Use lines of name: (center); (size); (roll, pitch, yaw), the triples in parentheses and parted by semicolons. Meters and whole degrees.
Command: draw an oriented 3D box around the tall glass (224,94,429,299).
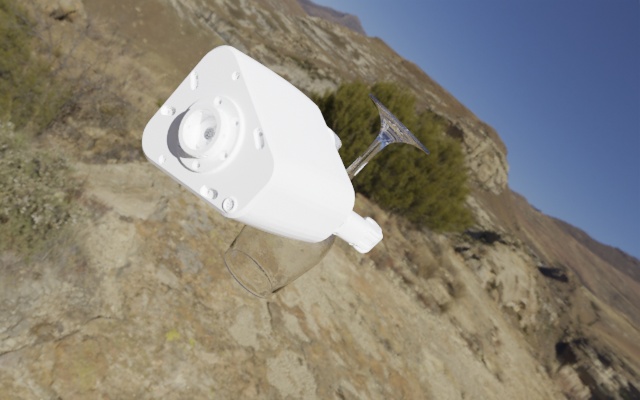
tall glass: (0.001, 0.001, 0.437); (0.201, 0.079, 0.079); (-45, -12, 12)
